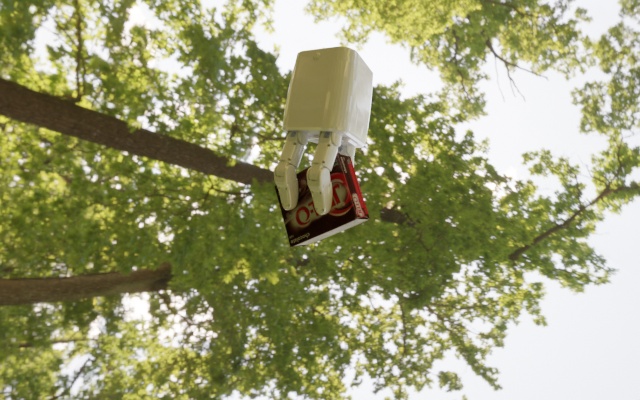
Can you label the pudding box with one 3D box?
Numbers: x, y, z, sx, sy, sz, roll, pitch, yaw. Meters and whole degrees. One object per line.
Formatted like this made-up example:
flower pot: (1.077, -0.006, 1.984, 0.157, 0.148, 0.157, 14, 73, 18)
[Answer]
pudding box: (0.000, 0.002, 0.625, 0.113, 0.090, 0.039, -27, -20, 33)
